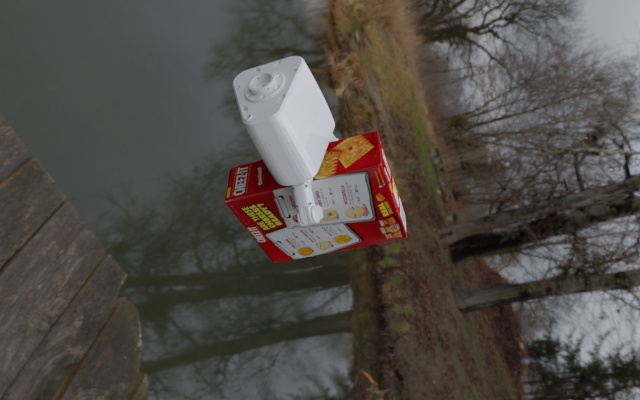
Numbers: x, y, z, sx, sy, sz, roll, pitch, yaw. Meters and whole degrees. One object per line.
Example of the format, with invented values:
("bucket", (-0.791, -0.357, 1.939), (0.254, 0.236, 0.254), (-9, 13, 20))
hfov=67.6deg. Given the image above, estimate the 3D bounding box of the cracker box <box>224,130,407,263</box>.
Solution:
("cracker box", (0.000, 0.002, 0.676), (0.214, 0.072, 0.164), (-12, -41, 15))
